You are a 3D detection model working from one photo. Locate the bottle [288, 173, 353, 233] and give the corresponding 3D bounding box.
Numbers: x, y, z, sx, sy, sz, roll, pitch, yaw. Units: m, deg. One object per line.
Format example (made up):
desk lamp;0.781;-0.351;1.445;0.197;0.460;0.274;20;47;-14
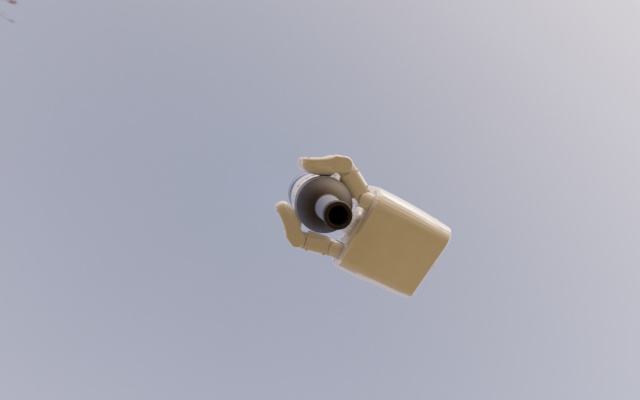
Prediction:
bottle;0.000;0.002;0.589;0.069;0.069;0.295;0;5;-7
